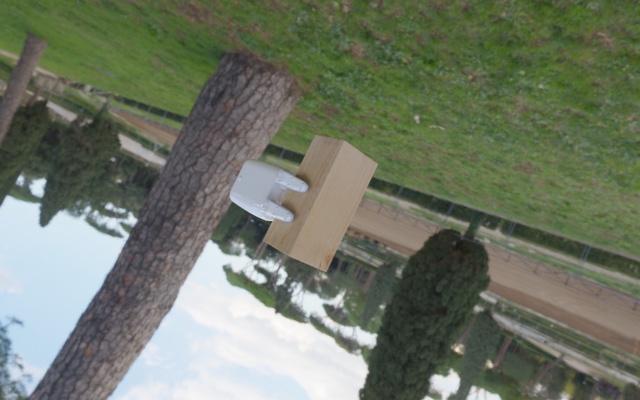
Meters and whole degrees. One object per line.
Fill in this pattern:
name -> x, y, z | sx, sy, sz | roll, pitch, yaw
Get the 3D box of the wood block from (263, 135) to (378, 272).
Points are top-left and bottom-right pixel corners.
wood block -> 0.000, 0.003, 0.820 | 0.091, 0.206, 0.090 | 29, -5, -37
